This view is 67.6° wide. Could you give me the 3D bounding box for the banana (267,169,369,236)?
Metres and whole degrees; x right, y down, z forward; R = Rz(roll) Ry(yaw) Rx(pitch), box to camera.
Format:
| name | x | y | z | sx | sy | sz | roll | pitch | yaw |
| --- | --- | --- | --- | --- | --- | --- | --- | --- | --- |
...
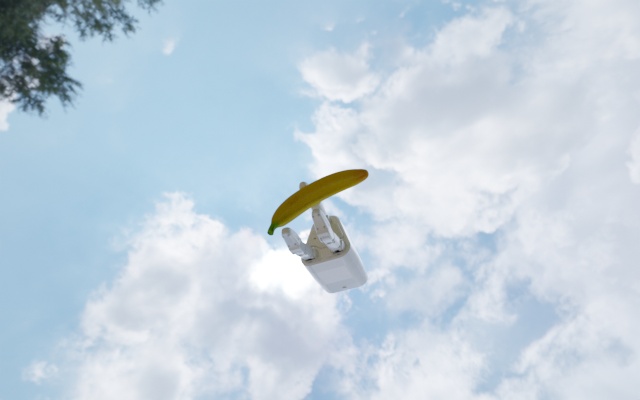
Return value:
| name | x | y | z | sx | sy | sz | roll | pitch | yaw |
| --- | --- | --- | --- | --- | --- | --- | --- | --- | --- |
| banana | -0.009 | -0.004 | 0.825 | 0.198 | 0.037 | 0.069 | -33 | 36 | -3 |
